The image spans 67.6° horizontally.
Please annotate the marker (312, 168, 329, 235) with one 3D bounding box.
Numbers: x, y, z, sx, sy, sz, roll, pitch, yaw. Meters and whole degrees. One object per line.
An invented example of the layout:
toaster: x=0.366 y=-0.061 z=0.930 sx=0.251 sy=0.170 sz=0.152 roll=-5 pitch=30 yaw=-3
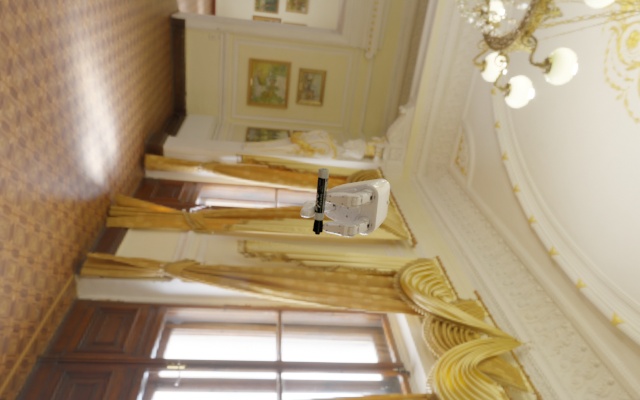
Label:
marker: x=0.000 y=0.003 z=0.854 sx=0.020 sy=0.121 sz=0.020 roll=5 pitch=14 yaw=-1
